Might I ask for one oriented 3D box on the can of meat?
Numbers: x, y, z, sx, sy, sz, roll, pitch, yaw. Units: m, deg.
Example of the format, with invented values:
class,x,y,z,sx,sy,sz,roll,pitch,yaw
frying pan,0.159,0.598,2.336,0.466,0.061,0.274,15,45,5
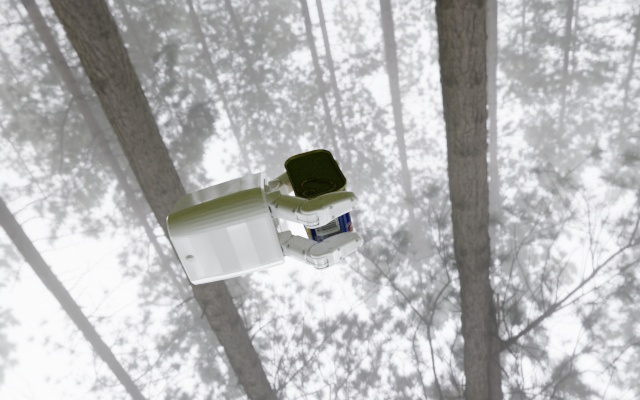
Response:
class,x,y,z,sx,sy,sz,roll,pitch,yaw
can of meat,0.000,0.002,0.551,0.057,0.084,0.102,-16,34,-6
